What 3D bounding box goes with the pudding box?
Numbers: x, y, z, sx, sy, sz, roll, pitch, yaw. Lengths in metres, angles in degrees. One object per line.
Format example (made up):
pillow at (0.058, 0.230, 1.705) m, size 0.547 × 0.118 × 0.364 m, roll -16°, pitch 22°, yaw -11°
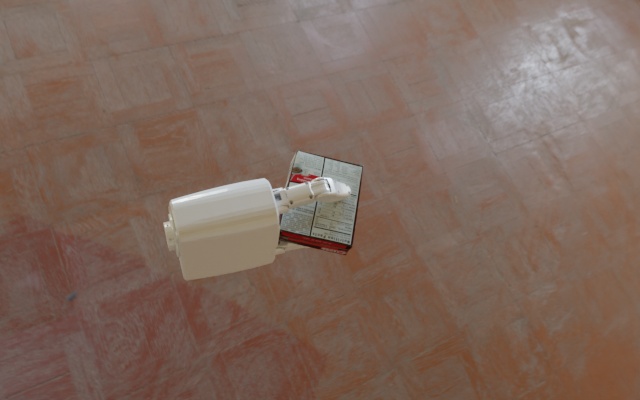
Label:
pudding box at (0.000, 0.002, 0.577) m, size 0.090 × 0.113 × 0.039 m, roll 14°, pitch -24°, yaw -7°
